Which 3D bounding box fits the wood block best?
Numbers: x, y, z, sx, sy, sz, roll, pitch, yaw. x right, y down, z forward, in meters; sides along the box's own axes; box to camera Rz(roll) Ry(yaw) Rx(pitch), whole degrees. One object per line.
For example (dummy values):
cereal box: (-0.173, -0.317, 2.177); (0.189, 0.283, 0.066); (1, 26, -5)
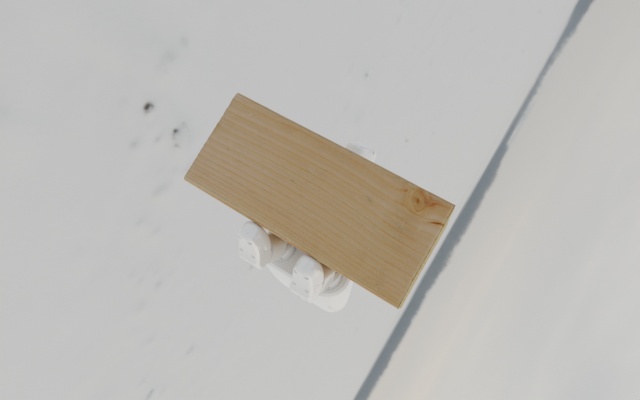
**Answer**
wood block: (0.000, 0.001, 0.420); (0.206, 0.091, 0.090); (29, -6, 15)
